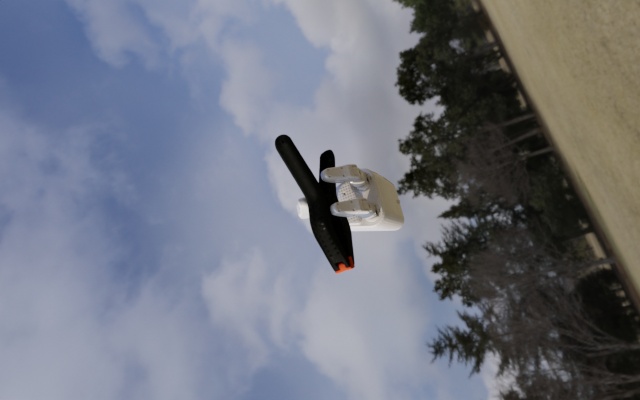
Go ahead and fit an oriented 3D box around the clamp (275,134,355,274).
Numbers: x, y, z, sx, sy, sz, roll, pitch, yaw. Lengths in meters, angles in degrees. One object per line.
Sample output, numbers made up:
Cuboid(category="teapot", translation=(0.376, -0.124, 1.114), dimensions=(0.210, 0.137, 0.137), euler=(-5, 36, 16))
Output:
Cuboid(category="clamp", translation=(0.000, 0.003, 0.704), dimensions=(0.036, 0.210, 0.164), euler=(-22, -19, 24))
